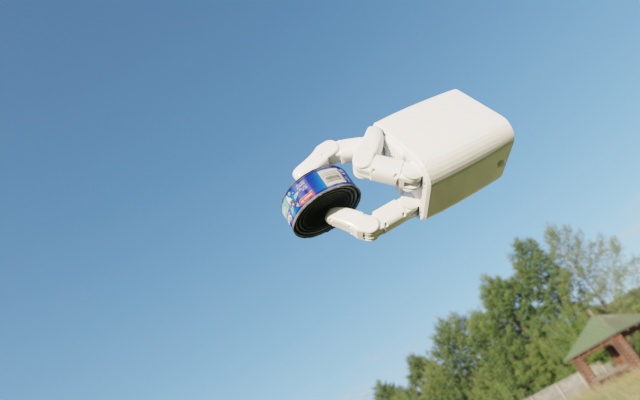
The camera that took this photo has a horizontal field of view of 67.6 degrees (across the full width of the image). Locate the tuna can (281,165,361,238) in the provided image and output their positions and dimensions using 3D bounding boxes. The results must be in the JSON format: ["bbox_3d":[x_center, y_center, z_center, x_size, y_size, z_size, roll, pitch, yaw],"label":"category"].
[{"bbox_3d":[0.000,0.001,0.527,0.086,0.033,0.086,-26,-29,-16],"label":"tuna can"}]
